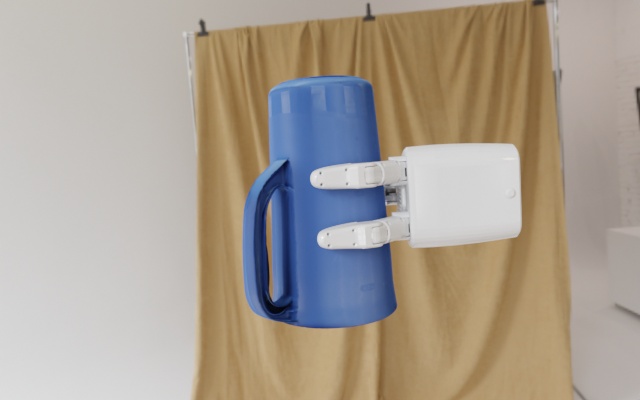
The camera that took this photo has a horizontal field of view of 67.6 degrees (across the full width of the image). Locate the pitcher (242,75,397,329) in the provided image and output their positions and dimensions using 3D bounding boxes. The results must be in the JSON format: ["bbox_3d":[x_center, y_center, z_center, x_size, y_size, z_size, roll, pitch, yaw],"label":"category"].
[{"bbox_3d":[0.000,0.002,0.492,0.145,0.243,0.149,-4,5,4],"label":"pitcher"}]
